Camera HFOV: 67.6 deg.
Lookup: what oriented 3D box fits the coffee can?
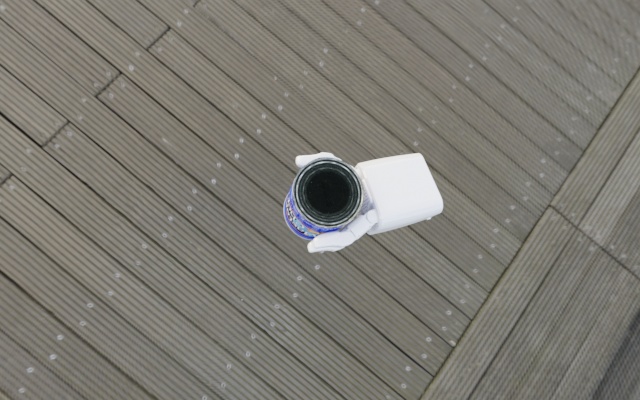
[{"bbox_3d":[0.000,0.002,0.733,0.103,0.102,0.140,0,-12,-9],"label":"coffee can"}]
